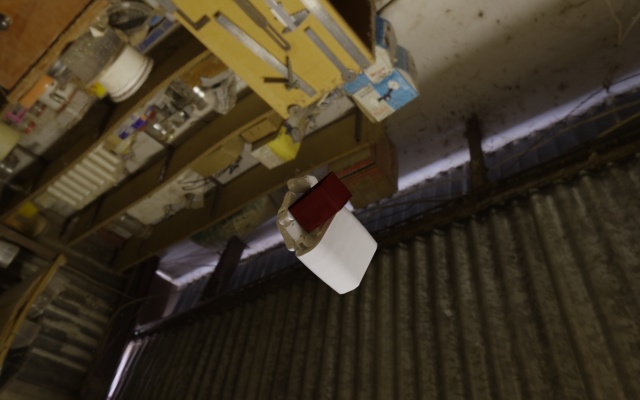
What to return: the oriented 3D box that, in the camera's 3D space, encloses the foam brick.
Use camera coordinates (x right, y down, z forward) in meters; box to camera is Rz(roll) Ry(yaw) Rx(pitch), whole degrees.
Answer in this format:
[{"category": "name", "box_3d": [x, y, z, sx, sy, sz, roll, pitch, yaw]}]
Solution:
[{"category": "foam brick", "box_3d": [0.000, 0.002, 0.731, 0.078, 0.051, 0.053, -38, 5, 35]}]
